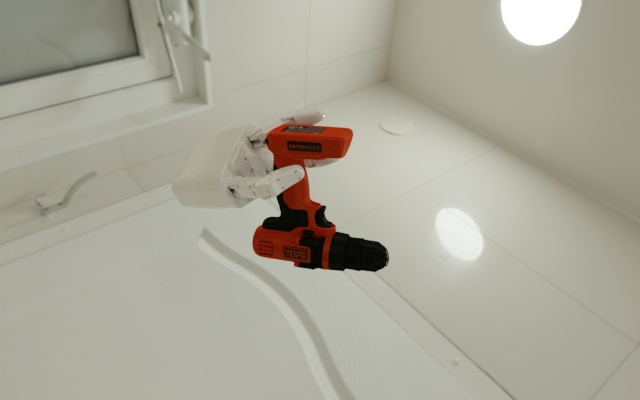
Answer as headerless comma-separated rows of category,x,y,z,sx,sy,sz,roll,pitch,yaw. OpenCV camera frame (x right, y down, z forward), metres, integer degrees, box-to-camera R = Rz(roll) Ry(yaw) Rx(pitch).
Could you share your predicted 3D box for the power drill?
power drill,0.000,0.002,0.608,0.184,0.188,0.057,6,21,11
